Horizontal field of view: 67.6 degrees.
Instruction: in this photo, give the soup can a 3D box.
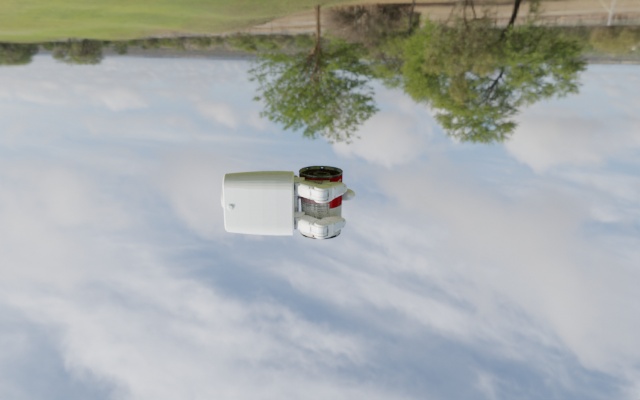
[{"bbox_3d":[0.001,0.003,0.748,0.068,0.102,0.068,1,17,0],"label":"soup can"}]
